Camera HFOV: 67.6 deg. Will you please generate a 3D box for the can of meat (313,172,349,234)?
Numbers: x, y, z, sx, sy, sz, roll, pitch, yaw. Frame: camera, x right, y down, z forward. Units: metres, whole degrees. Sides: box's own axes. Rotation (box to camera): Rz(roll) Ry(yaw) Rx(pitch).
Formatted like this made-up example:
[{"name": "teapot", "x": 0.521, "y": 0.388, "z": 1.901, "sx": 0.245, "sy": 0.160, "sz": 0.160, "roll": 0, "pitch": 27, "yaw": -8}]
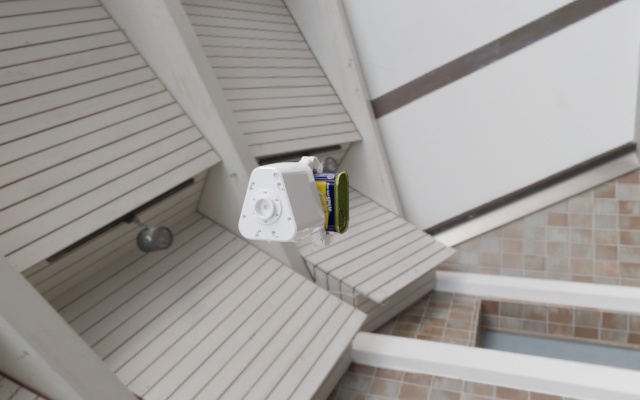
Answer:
[{"name": "can of meat", "x": 0.000, "y": 0.003, "z": 0.804, "sx": 0.084, "sy": 0.102, "sz": 0.057, "roll": 2, "pitch": 10, "yaw": 21}]
